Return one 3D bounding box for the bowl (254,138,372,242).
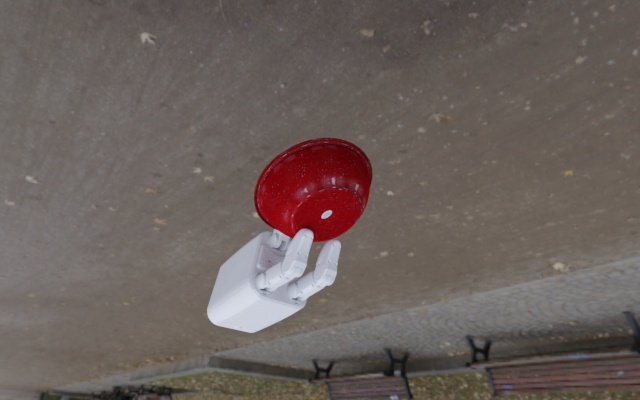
[{"bbox_3d":[0.001,0.001,0.604,0.162,0.162,0.055,0,40,-24],"label":"bowl"}]
